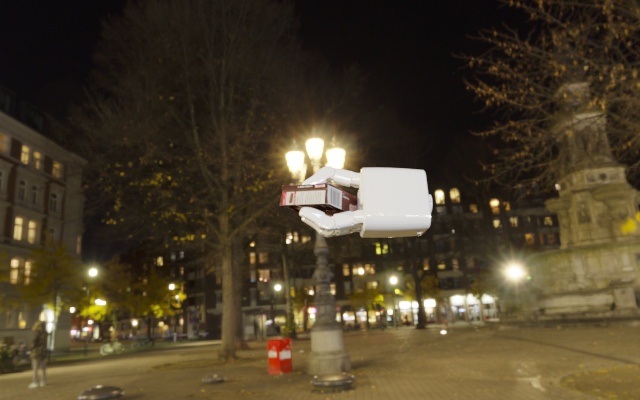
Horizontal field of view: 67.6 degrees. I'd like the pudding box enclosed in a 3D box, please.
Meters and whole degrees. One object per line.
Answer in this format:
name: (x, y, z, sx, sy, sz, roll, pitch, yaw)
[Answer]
pudding box: (0.000, 0.002, 0.799, 0.090, 0.039, 0.113, -3, -16, 29)
